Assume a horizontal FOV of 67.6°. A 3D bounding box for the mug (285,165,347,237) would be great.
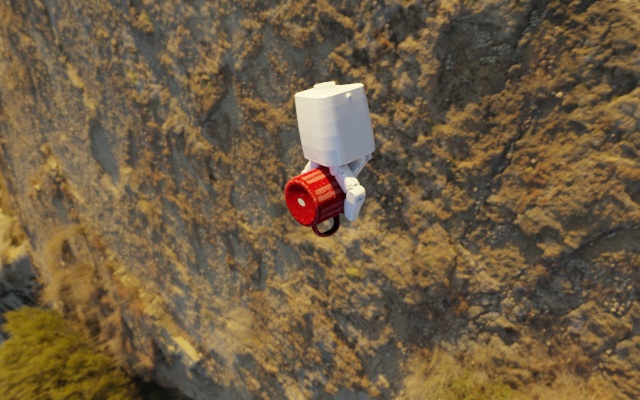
[{"bbox_3d":[0.000,0.004,0.758,0.081,0.117,0.093,-25,23,-37],"label":"mug"}]
